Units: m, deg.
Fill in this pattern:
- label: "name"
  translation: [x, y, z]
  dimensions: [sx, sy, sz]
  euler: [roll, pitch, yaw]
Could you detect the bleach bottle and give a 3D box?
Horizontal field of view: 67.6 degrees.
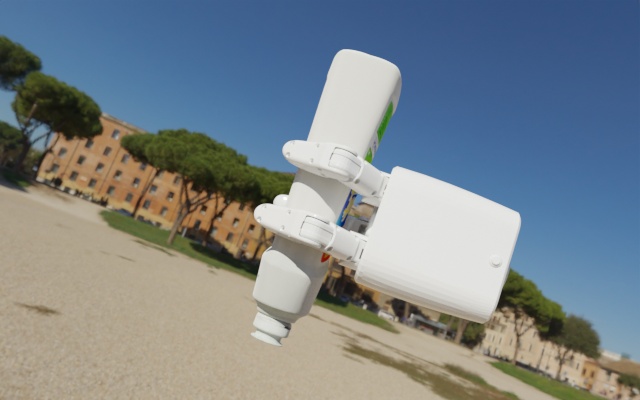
- label: "bleach bottle"
  translation: [0.000, 0.001, 0.422]
  dimensions: [0.068, 0.250, 0.102]
  euler: [20, -10, 7]
